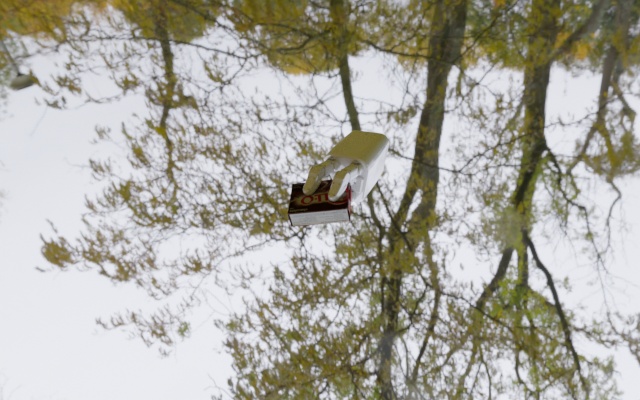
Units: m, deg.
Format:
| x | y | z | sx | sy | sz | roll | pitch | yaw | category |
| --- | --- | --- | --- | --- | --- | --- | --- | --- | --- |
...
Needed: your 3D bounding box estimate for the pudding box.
| x | y | z | sx | sy | sz | roll | pitch | yaw | category |
| --- | --- | --- | --- | --- | --- | --- | --- | --- | --- |
| 0.000 | 0.003 | 0.885 | 0.113 | 0.039 | 0.090 | -8 | 37 | 10 | pudding box |
